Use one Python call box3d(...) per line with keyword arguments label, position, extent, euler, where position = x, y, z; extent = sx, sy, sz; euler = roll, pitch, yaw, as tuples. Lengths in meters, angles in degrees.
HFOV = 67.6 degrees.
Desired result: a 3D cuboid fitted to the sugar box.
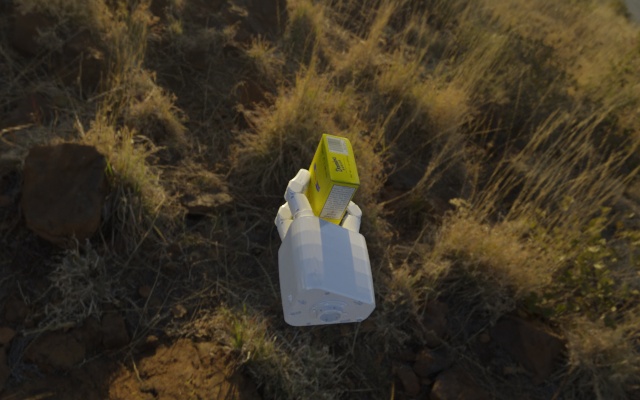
box3d(label="sugar box", position=(0.000, 0.002, 0.681), extent=(0.048, 0.093, 0.176), euler=(9, -45, -18))
